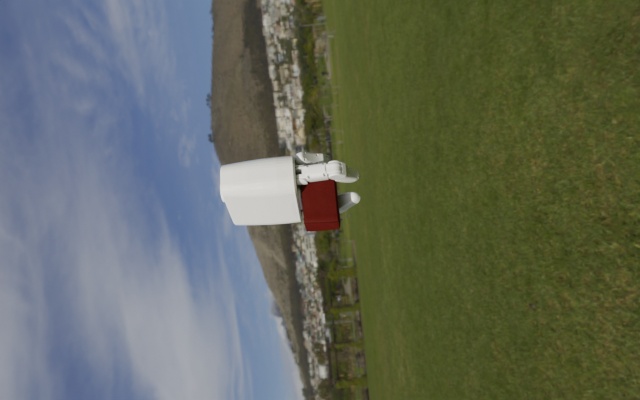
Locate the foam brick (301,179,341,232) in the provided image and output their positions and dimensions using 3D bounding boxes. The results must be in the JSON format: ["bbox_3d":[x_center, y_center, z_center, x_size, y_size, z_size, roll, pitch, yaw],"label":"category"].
[{"bbox_3d":[0.000,0.003,0.696,0.051,0.078,0.053,-5,-17,0],"label":"foam brick"}]
